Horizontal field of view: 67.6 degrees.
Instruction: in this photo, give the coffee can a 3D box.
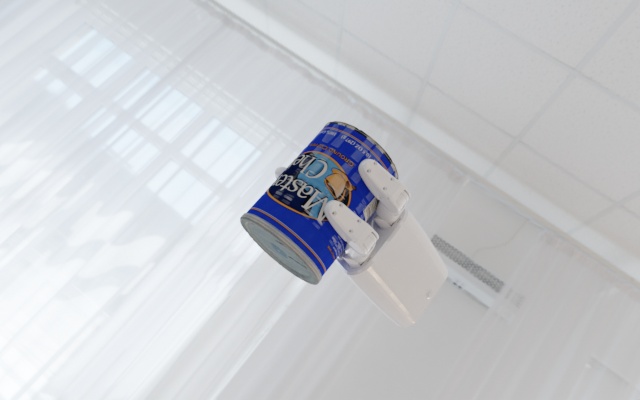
[{"bbox_3d":[0.000,0.002,0.502,0.103,0.140,0.103,36,-19,14],"label":"coffee can"}]
